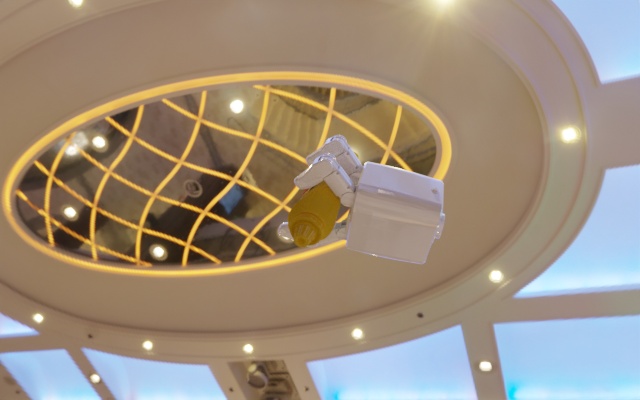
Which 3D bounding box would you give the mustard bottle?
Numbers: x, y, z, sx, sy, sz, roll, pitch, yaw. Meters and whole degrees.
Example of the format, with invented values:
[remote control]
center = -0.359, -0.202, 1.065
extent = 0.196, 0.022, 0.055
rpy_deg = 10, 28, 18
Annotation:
[mustard bottle]
center = 0.000, 0.002, 0.638
extent = 0.058, 0.096, 0.191
rpy_deg = 34, 32, -6
